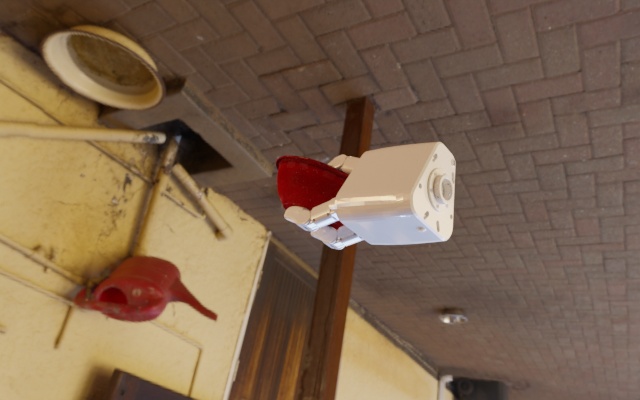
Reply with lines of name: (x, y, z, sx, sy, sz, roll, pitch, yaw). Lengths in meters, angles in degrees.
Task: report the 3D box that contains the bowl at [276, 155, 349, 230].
bowl: (-0.001, 0.003, 0.666, 0.162, 0.055, 0.162, 23, -15, 7)
